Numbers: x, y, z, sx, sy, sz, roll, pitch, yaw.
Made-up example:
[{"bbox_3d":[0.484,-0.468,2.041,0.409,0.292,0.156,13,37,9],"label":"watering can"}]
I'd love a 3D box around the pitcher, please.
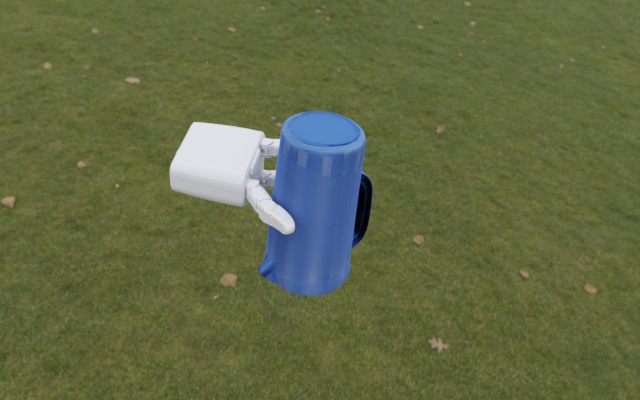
[{"bbox_3d":[0.000,0.002,0.674,0.145,0.243,0.149,13,36,6],"label":"pitcher"}]
